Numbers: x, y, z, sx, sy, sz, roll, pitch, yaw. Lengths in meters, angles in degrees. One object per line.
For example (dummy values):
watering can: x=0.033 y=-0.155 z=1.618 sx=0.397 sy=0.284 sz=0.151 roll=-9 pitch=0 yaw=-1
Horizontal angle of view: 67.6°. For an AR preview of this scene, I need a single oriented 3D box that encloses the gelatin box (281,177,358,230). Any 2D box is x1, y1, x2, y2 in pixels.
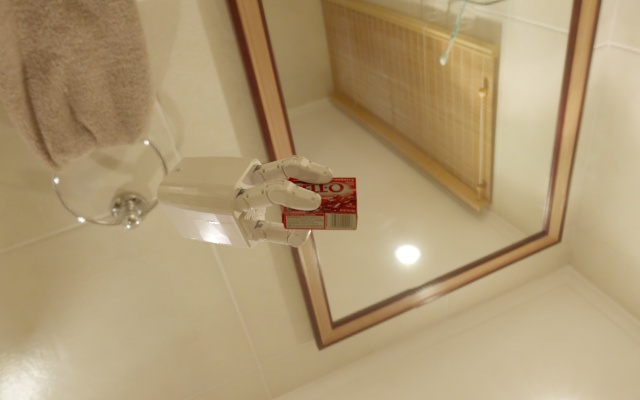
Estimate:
gelatin box: x=0.000 y=0.002 z=0.584 sx=0.089 sy=0.030 sz=0.073 roll=1 pitch=38 yaw=2
